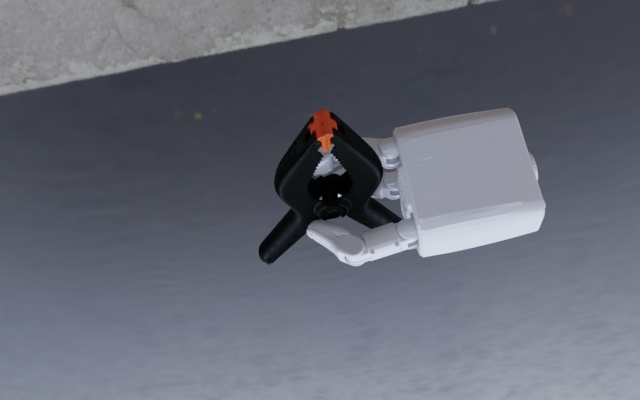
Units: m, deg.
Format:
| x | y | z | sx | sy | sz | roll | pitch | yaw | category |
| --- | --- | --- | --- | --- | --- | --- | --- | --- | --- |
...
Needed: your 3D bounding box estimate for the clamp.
| x | y | z | sx | sy | sz | roll | pitch | yaw | category |
| --- | --- | --- | --- | --- | --- | --- | --- | --- | --- |
| 0.000 | 0.002 | 0.443 | 0.164 | 0.036 | 0.210 | -13 | -34 | 5 | clamp |
